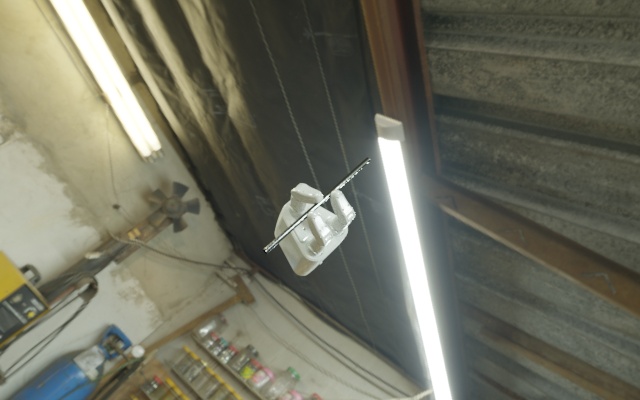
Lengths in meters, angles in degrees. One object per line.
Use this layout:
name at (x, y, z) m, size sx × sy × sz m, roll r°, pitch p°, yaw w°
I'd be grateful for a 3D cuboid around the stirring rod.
stirring rod at (0.000, 0.002, 0.740) m, size 0.239 × 0.011 × 0.011 m, roll -42°, pitch 22°, yaw -27°
